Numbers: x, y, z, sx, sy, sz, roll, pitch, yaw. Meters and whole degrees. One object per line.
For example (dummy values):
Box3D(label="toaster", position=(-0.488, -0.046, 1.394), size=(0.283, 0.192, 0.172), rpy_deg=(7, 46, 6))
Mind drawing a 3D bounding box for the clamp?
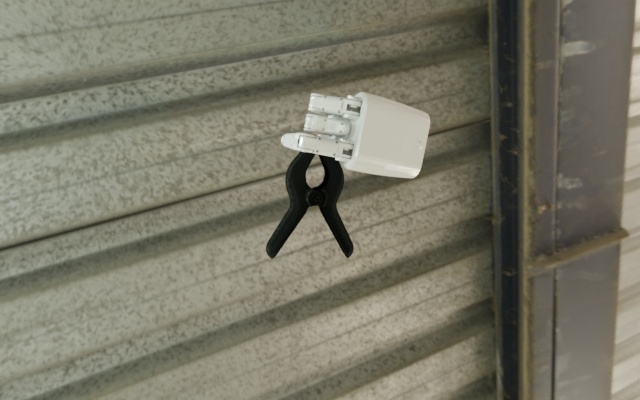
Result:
Box3D(label="clamp", position=(0.000, 0.002, 0.640), size=(0.120, 0.171, 0.039), rpy_deg=(10, 9, -23))
